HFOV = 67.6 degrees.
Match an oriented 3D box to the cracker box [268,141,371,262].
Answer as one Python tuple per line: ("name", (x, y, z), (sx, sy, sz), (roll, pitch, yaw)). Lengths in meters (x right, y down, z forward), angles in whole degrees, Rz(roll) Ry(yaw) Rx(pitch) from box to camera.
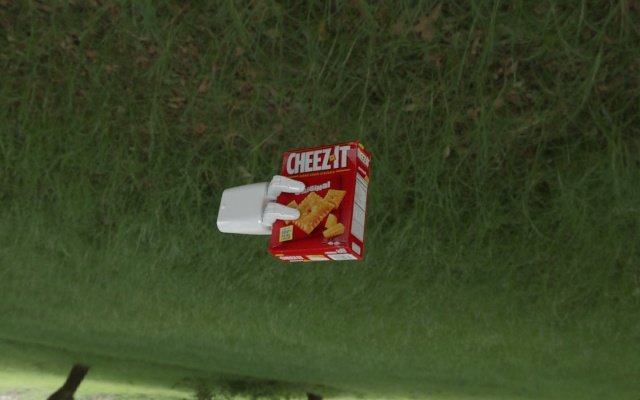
("cracker box", (0.000, 0.003, 0.896), (0.164, 0.213, 0.072), (-5, -25, 27))
